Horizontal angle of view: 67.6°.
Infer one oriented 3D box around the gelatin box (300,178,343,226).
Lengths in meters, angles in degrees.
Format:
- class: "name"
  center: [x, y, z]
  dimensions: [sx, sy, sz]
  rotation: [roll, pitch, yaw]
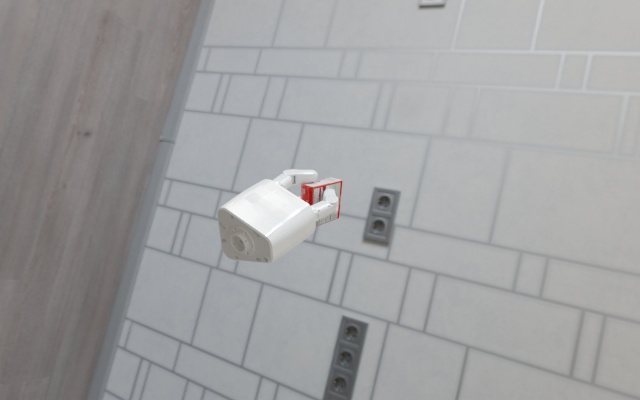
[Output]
- class: "gelatin box"
  center: [0.001, 0.003, 0.838]
  dimensions: [0.030, 0.073, 0.089]
  rotation: [16, 20, 35]
